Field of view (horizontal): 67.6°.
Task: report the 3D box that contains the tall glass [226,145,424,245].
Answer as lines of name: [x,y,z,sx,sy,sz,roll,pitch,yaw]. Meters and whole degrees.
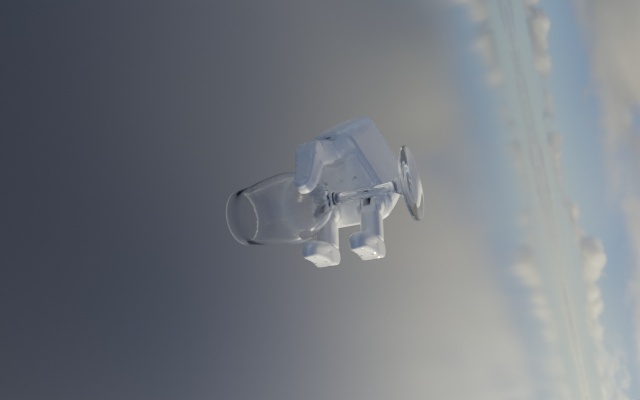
tall glass: [0.001,0.001,0.499,0.201,0.079,0.079,-12,-5,25]
